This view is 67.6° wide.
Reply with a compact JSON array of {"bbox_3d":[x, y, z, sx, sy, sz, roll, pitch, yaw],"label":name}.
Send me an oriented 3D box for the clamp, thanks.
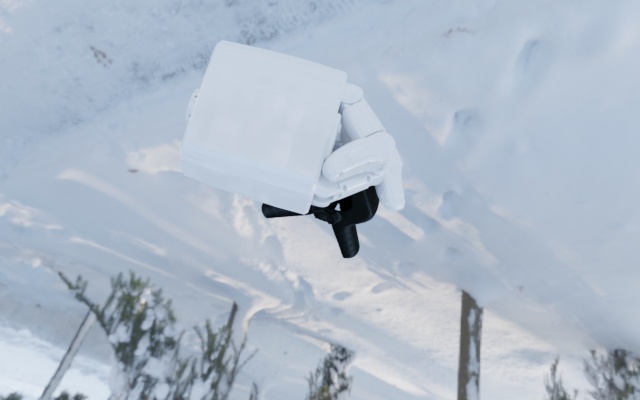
[{"bbox_3d":[0.000,0.002,0.482,0.120,0.039,0.172,18,-31,-1],"label":"clamp"}]
